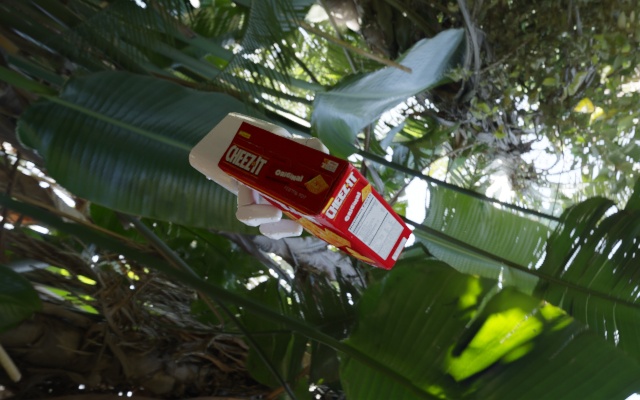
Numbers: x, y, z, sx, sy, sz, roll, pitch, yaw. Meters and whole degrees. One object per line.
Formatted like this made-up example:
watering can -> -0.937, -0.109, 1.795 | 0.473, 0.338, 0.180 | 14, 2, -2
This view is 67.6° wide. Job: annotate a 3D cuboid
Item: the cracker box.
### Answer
cracker box -> 0.000, 0.002, 0.594 | 0.164, 0.072, 0.214 | 24, -9, 35
